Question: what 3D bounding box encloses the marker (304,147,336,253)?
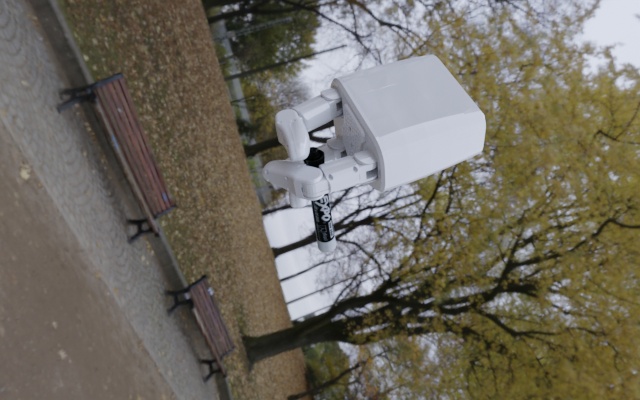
[{"bbox_3d":[0.000,0.001,0.444,0.020,0.121,0.020,-5,42,4],"label":"marker"}]
